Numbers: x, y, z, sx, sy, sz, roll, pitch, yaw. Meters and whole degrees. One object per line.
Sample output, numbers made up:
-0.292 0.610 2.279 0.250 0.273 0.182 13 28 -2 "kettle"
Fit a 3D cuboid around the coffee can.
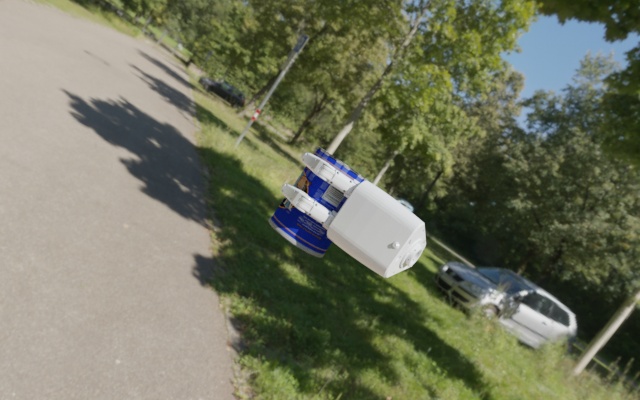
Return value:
0.000 0.002 0.743 0.103 0.140 0.103 34 5 -3 "coffee can"
